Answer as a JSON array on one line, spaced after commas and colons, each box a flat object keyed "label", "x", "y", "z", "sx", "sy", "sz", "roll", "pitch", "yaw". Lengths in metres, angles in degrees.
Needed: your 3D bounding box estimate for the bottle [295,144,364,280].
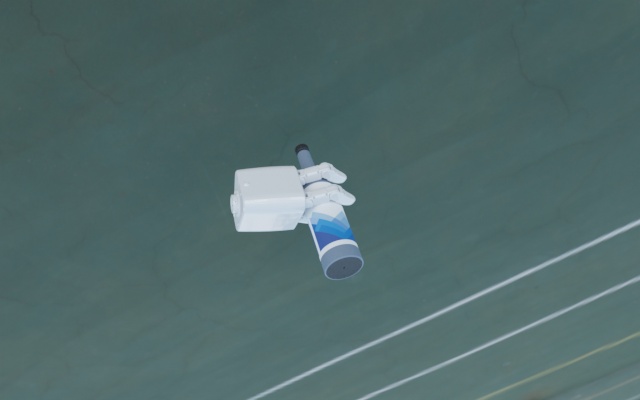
[{"label": "bottle", "x": 0.000, "y": 0.003, "z": 0.867, "sx": 0.069, "sy": 0.295, "sz": 0.069, "roll": -12, "pitch": -40, "yaw": -10}]
